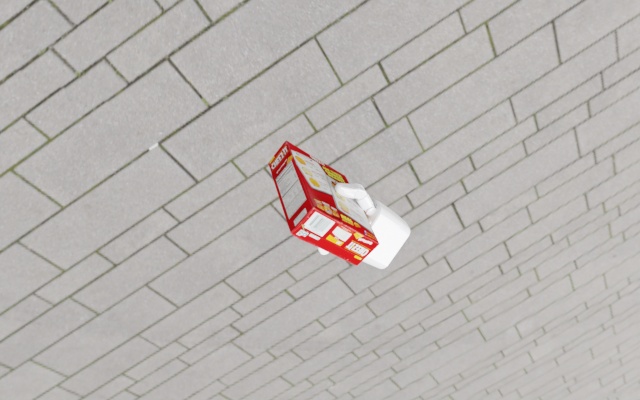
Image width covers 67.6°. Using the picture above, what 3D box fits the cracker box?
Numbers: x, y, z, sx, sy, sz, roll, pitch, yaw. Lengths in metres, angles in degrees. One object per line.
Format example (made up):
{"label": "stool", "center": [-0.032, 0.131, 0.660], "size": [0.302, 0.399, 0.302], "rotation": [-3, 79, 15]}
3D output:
{"label": "cracker box", "center": [0.000, 0.003, 0.882], "size": [0.164, 0.072, 0.213], "rotation": [29, 24, -34]}
